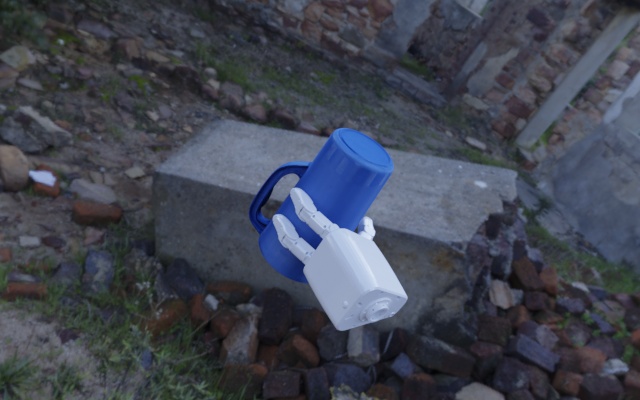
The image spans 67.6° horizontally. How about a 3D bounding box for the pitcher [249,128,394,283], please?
[{"bbox_3d":[0.000,0.003,0.767,0.149,0.243,0.145,9,37,-37],"label":"pitcher"}]
